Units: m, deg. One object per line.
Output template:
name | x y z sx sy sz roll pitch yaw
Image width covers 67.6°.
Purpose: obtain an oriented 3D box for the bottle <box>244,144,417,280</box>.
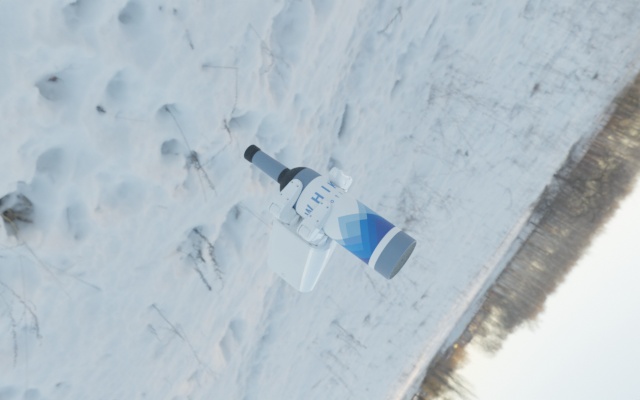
bottle | 0.000 0.002 0.701 0.295 0.069 0.069 35 14 21
